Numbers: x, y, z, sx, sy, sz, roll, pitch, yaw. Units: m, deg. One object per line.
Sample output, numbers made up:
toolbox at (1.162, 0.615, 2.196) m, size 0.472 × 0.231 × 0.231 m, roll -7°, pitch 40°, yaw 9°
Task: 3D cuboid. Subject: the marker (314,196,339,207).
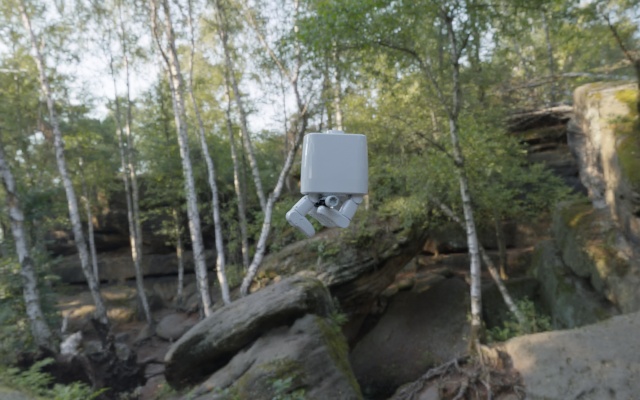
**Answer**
marker at (0.000, 0.003, 0.843) m, size 0.020 × 0.020 × 0.121 m, roll 0°, pitch -2°, yaw -21°
